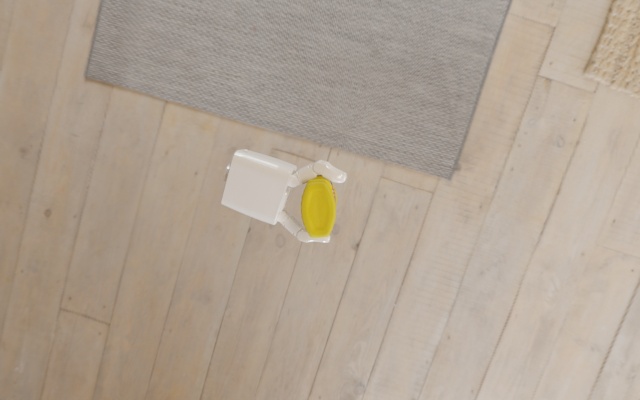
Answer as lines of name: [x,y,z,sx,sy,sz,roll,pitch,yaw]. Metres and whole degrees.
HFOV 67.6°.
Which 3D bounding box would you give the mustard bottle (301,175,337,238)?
mustard bottle: [0.000,0.003,0.870,0.058,0.096,0.191,-5,8,3]
